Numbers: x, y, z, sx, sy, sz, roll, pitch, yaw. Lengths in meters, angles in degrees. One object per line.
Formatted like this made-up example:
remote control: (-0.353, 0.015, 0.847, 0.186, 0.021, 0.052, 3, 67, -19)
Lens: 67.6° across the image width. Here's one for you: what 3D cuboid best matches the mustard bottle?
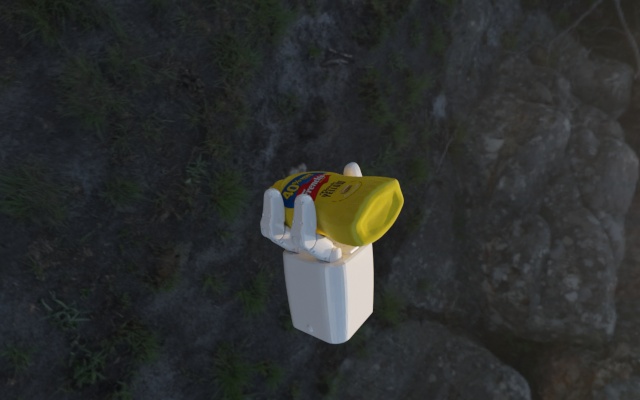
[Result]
mustard bottle: (0.000, 0.002, 0.593, 0.191, 0.058, 0.096, 10, 43, 45)
